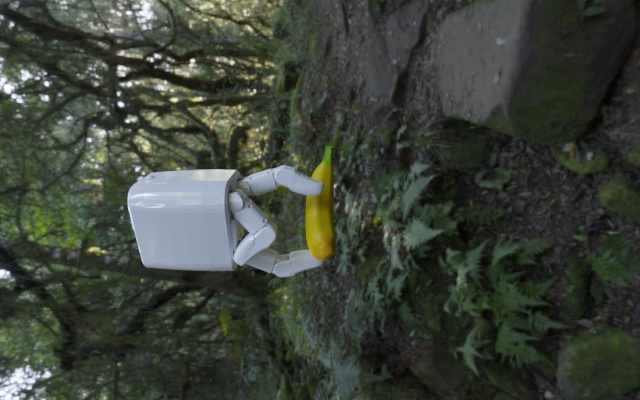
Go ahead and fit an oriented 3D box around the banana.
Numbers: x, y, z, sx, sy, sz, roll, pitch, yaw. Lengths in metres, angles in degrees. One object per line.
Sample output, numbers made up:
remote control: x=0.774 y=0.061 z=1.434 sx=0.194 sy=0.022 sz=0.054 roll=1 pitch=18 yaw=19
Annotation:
banana: x=0.000 y=0.014 z=0.588 sx=0.037 sy=0.070 sz=0.197 roll=0 pitch=41 yaw=0
